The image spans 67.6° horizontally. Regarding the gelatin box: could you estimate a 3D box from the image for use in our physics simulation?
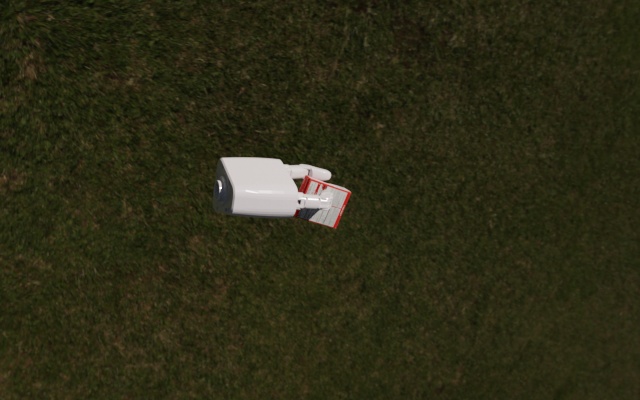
[{"bbox_3d":[0.001,0.003,0.851,0.089,0.073,0.030,17,11,-28],"label":"gelatin box"}]
